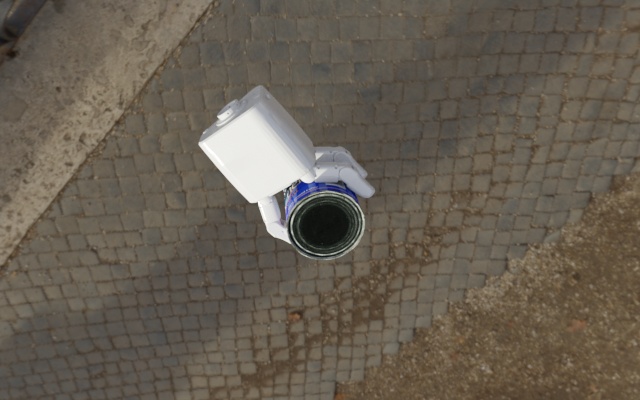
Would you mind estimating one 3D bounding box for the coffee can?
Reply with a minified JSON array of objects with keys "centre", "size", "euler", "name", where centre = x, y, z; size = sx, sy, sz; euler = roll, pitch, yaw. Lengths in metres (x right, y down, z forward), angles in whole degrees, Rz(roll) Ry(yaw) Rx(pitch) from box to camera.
[{"centre":[0.000,0.002,0.671],"size":[0.103,0.103,0.140],"euler":[0,27,-7],"name":"coffee can"}]
